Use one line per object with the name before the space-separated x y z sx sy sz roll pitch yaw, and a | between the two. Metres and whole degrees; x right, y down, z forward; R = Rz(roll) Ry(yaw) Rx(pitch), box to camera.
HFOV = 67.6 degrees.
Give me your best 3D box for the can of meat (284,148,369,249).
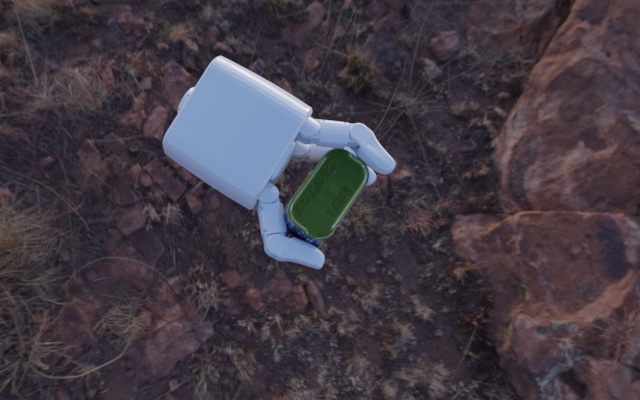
can of meat | 0.000 0.002 0.499 0.057 0.102 0.084 35 -19 -2
